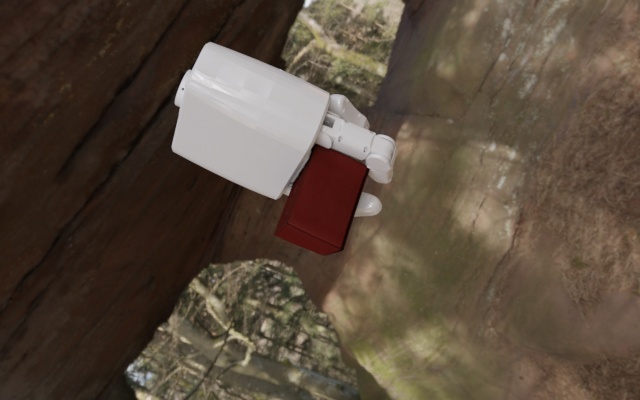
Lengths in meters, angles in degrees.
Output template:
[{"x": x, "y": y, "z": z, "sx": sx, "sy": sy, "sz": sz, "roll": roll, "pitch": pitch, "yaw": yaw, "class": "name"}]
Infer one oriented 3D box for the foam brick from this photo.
[{"x": 0.000, "y": 0.002, "z": 0.410, "sx": 0.051, "sy": 0.078, "sz": 0.053, "roll": 23, "pitch": -20, "yaw": -12, "class": "foam brick"}]
